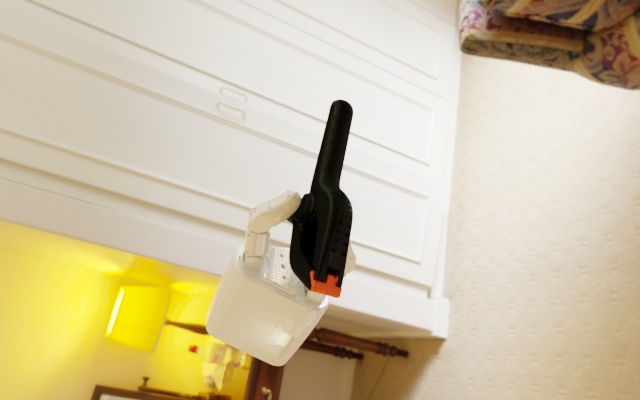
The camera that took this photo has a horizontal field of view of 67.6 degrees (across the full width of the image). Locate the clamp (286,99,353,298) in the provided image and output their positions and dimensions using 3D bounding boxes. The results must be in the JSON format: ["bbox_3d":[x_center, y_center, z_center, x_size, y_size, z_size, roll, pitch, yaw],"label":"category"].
[{"bbox_3d":[-0.001,0.002,0.475,0.036,0.165,0.209,19,29,-21],"label":"clamp"}]
